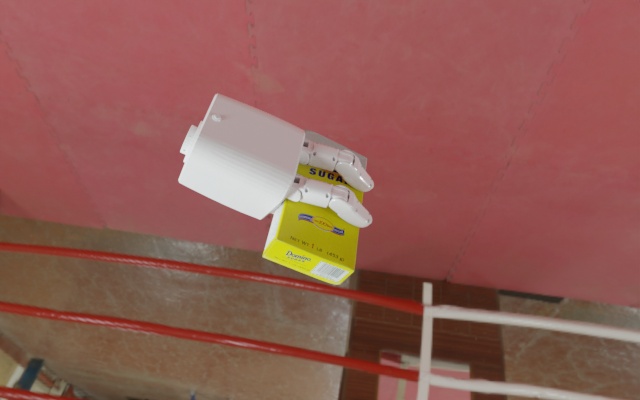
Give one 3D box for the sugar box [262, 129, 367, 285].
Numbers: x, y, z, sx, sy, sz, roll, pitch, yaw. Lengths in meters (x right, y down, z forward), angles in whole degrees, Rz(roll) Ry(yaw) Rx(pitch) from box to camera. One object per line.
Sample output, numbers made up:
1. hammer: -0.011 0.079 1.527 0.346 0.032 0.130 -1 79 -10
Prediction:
1. sugar box: 0.000 0.002 0.551 0.093 0.176 0.048 24 -41 -15
